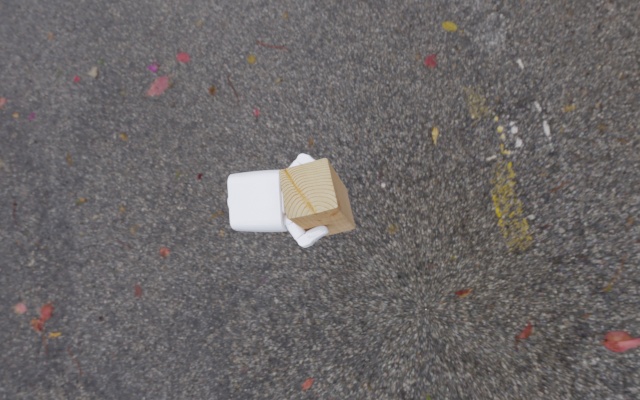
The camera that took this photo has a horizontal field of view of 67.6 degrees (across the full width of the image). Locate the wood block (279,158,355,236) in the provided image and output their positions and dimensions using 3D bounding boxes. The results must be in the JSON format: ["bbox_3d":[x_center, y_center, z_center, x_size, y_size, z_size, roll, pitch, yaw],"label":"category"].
[{"bbox_3d":[0.000,0.003,0.892,0.090,0.090,0.206,-14,-15,9],"label":"wood block"}]
